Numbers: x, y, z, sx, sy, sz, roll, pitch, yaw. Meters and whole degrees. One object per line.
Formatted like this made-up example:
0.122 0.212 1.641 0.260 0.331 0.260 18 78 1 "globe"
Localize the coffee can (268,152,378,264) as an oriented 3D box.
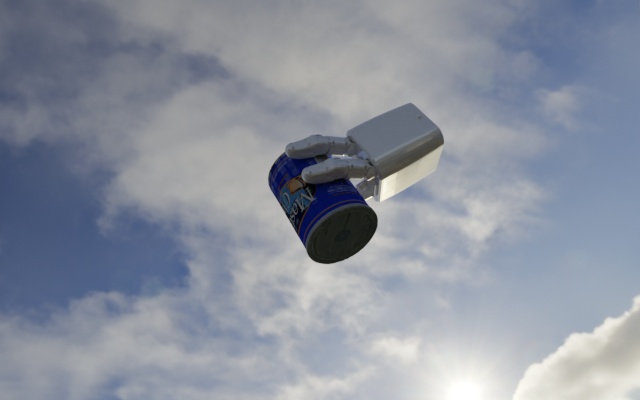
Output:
0.000 0.002 0.657 0.103 0.103 0.140 0 40 -34 "coffee can"
